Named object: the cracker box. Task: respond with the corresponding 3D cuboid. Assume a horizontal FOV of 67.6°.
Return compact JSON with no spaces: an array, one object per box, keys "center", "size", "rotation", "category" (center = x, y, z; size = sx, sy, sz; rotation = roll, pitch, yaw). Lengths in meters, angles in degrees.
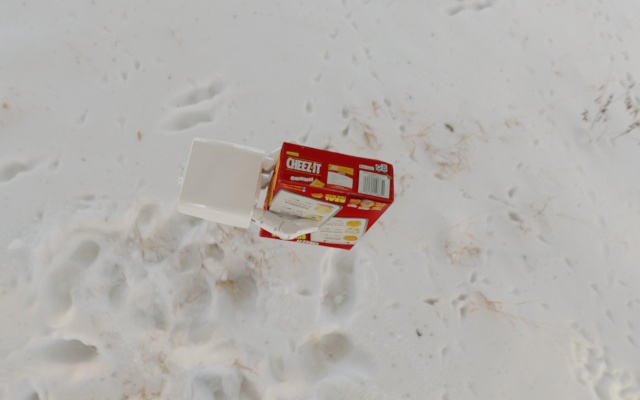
[{"center":[0.000,0.003,0.741],"size":[0.164,0.072,0.214],"rotation":[10,-26,-10],"category":"cracker box"}]
